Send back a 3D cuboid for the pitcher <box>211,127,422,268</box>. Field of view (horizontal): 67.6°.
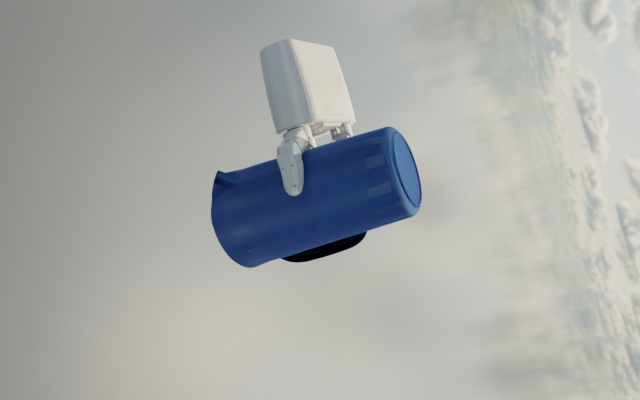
[{"bbox_3d":[0.000,0.002,0.600,0.243,0.145,0.149,-16,-4,25],"label":"pitcher"}]
